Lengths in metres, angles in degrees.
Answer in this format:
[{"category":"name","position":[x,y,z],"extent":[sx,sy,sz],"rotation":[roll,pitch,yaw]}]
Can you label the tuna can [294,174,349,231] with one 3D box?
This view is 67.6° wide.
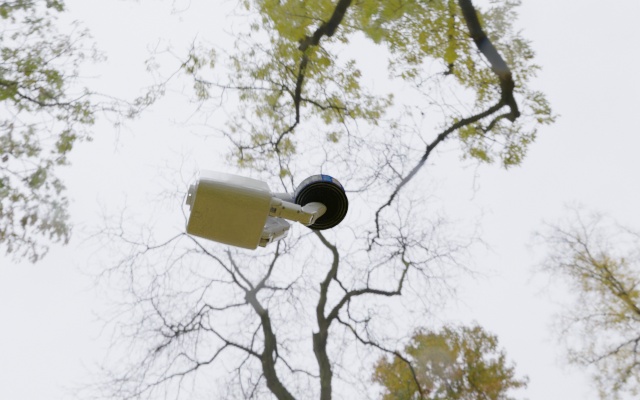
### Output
[{"category":"tuna can","position":[0.000,0.002,0.752],"extent":[0.086,0.086,0.033],"rotation":[0,26,-5]}]
